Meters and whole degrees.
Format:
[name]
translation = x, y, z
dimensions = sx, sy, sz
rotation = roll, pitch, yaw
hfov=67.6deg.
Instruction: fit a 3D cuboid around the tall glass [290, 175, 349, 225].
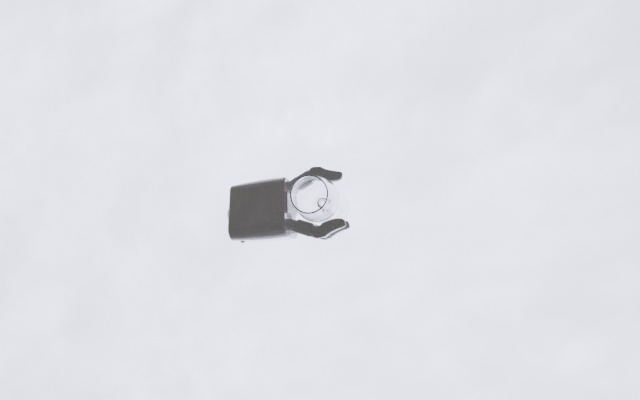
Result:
[tall glass]
translation = 0.000, 0.003, 0.848
dimensions = 0.079, 0.079, 0.201
rotation = 0, -8, 11
